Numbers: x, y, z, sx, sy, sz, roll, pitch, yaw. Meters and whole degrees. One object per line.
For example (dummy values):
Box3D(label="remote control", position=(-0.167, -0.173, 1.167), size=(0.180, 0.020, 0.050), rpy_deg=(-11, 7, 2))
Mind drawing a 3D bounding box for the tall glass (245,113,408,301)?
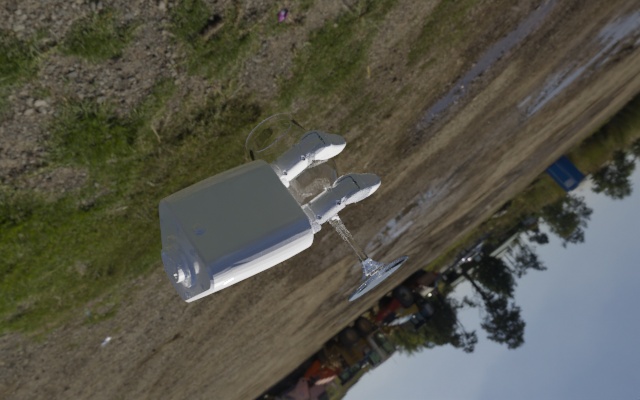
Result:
Box3D(label="tall glass", position=(0.001, 0.002, 0.501), size=(0.079, 0.201, 0.079), rpy_deg=(-33, -17, -11))
